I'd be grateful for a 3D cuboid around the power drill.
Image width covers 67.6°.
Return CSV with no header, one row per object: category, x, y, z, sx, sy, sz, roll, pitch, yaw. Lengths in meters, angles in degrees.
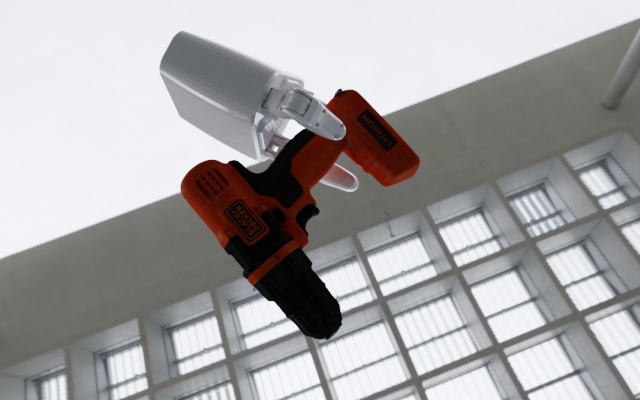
power drill,0.000,0.001,0.427,0.187,0.184,0.057,-40,-4,-21
